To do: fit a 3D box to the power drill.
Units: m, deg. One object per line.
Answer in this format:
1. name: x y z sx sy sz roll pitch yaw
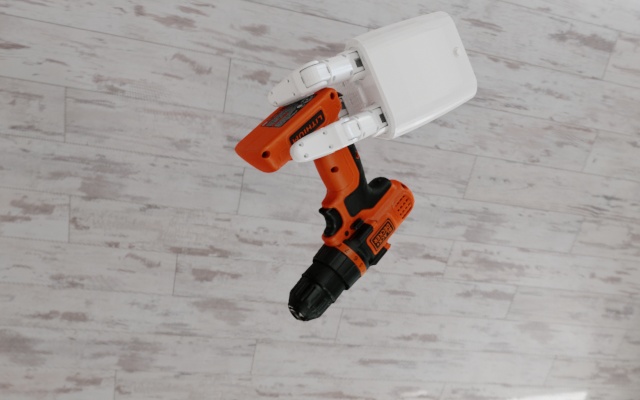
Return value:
1. power drill: 0.000 0.001 0.465 0.057 0.188 0.184 13 53 50
